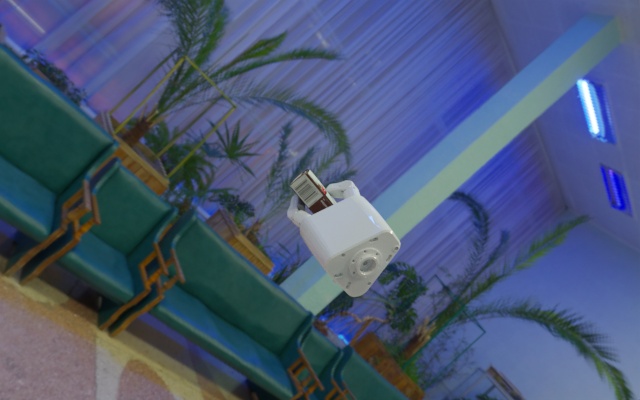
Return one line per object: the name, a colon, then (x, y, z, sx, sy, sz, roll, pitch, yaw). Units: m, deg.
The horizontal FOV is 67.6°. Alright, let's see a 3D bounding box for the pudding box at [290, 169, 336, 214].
pudding box: (0.000, 0.002, 0.792, 0.039, 0.113, 0.090, -38, 6, 5)
